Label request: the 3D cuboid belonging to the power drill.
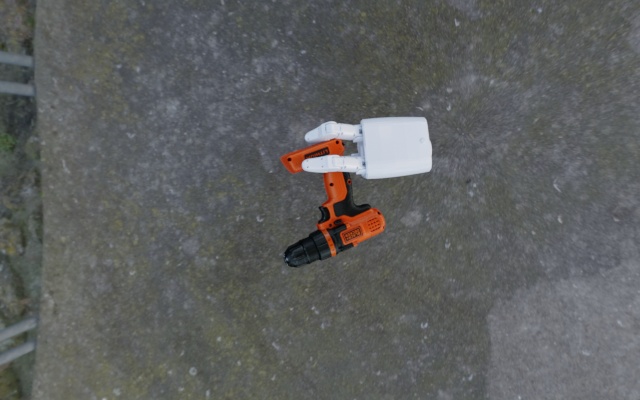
[{"bbox_3d":[0.000,0.002,0.796,0.184,0.188,0.057,-23,12,-14],"label":"power drill"}]
